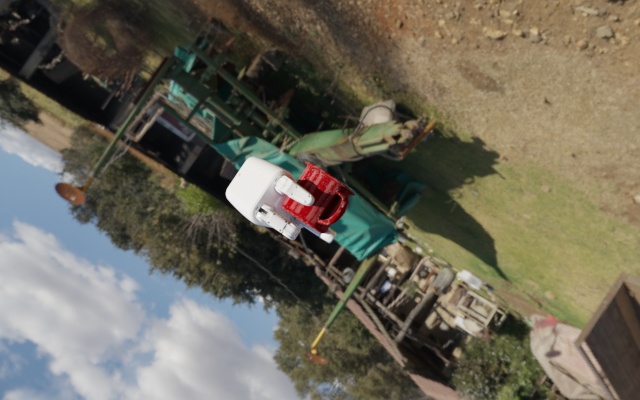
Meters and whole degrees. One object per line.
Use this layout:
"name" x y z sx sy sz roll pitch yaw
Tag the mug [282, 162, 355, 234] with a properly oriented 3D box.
"mug" 0.001 0.003 0.742 0.093 0.081 0.117 36 -3 -39
